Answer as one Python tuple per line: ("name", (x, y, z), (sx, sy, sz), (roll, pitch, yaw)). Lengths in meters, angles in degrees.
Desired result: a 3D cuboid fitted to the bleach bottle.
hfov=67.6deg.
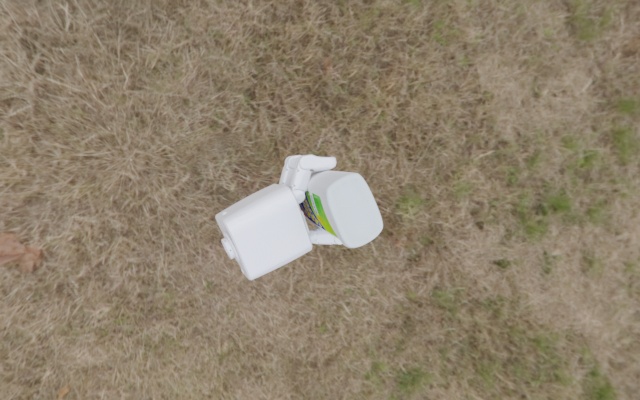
("bleach bottle", (0.000, 0.002, 0.748), (0.068, 0.102, 0.251), (-28, 14, -17))
